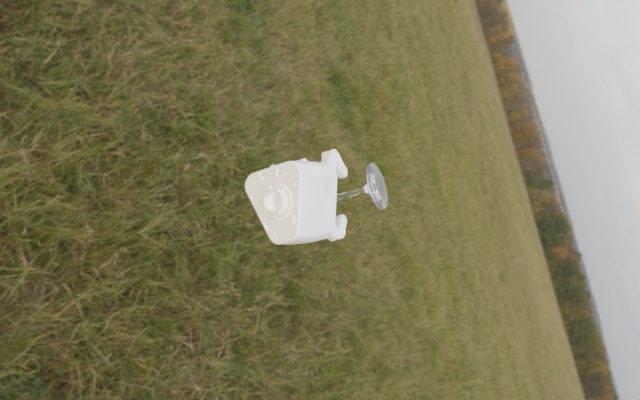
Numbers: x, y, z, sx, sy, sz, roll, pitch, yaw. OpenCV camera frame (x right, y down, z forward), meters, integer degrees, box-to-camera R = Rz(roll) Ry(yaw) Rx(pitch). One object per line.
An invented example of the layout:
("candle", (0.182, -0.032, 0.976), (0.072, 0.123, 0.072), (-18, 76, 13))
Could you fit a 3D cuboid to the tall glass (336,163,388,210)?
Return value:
("tall glass", (0.001, 0.002, 0.765), (0.201, 0.079, 0.079), (-16, -7, 26))
